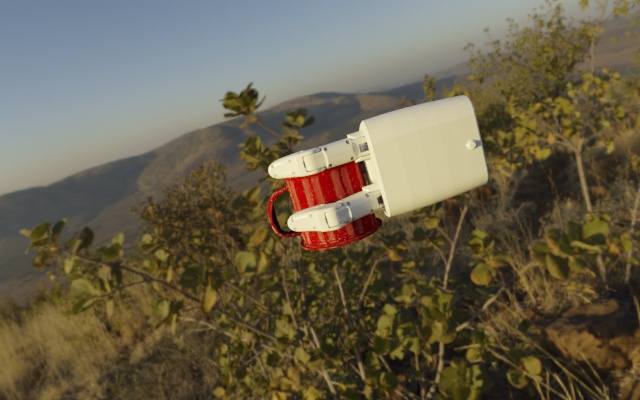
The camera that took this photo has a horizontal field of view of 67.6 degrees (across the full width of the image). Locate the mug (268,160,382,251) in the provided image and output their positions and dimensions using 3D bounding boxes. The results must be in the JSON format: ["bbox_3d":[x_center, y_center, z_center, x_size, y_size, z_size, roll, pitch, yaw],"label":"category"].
[{"bbox_3d":[-0.001,0.002,0.515,0.117,0.081,0.093,-17,12,1],"label":"mug"}]
